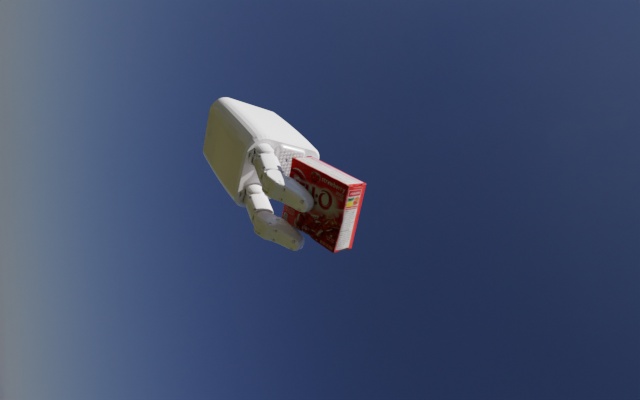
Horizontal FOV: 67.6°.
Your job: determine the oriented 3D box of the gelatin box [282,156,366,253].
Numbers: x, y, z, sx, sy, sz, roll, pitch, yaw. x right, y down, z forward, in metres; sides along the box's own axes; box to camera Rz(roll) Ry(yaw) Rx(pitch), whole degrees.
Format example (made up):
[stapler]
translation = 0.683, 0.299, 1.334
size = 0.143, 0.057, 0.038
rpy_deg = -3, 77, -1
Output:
[gelatin box]
translation = 0.001, 0.002, 0.496
size = 0.030, 0.073, 0.089
rpy_deg = -8, 28, -42
